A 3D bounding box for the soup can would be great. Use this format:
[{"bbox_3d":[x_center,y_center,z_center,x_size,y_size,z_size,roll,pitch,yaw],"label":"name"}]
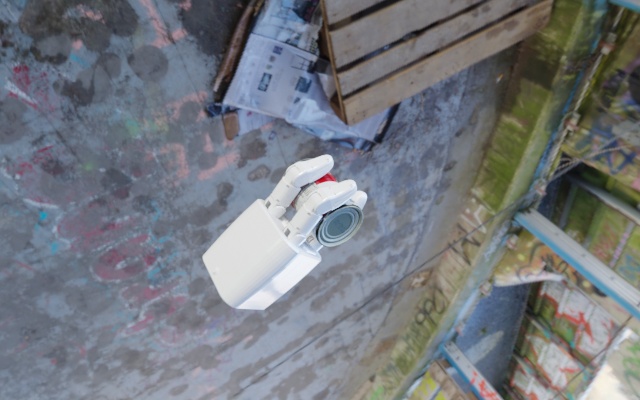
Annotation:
[{"bbox_3d":[0.001,0.002,0.610,0.068,0.068,0.102,0,37,-37],"label":"soup can"}]
